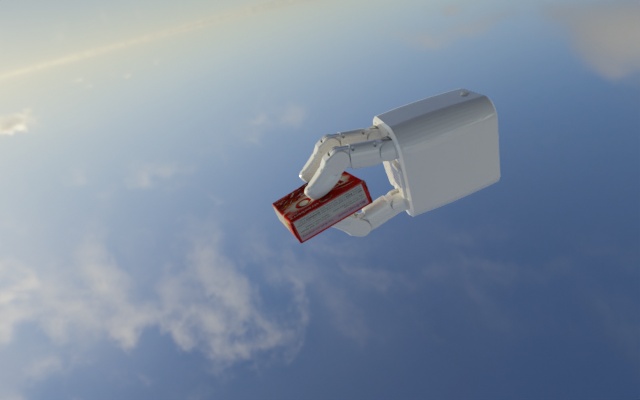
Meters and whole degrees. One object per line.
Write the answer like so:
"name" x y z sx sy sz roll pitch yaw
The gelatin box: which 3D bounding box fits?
"gelatin box" 0.000 0.002 0.509 0.089 0.030 0.073 -30 23 -10
